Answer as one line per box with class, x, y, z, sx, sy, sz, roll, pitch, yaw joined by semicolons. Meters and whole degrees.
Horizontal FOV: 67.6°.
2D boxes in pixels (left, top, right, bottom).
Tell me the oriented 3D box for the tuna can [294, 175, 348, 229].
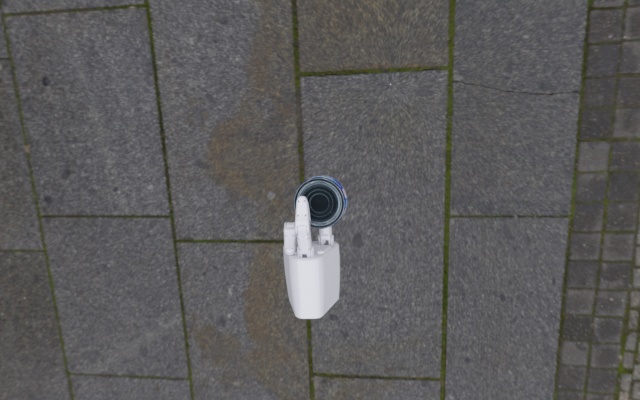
tuna can;0.000;0.003;0.778;0.086;0.086;0.033;0;8;8
